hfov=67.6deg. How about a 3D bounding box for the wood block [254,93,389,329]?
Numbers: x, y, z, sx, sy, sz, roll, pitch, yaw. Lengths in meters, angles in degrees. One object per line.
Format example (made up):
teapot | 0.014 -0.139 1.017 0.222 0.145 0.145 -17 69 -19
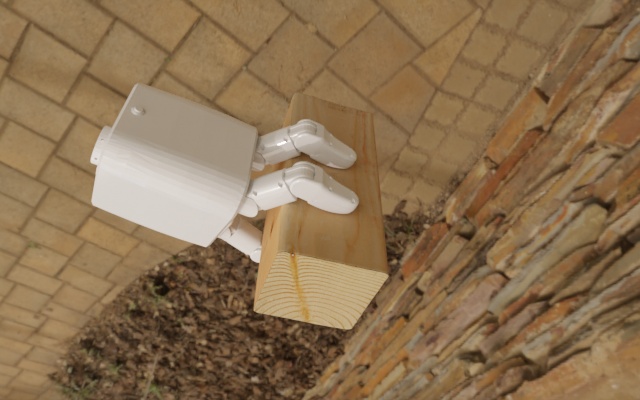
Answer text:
wood block | 0.000 0.002 0.451 0.090 0.206 0.091 13 -45 -12
